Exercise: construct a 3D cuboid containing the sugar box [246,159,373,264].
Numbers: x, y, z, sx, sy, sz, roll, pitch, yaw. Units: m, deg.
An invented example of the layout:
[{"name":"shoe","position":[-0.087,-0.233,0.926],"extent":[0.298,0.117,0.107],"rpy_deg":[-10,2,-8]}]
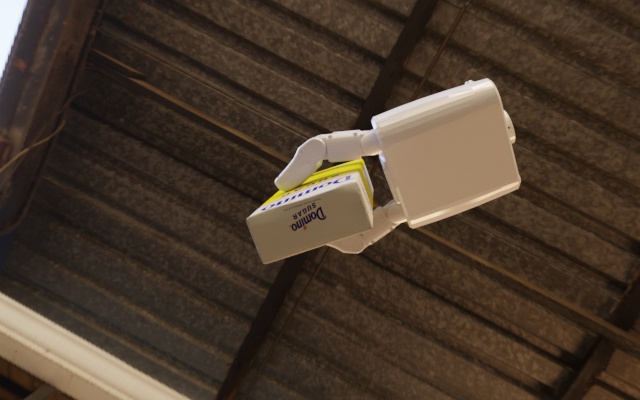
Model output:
[{"name":"sugar box","position":[0.000,0.001,0.444],"extent":[0.093,0.048,0.176],"rpy_deg":[-19,6,9]}]
